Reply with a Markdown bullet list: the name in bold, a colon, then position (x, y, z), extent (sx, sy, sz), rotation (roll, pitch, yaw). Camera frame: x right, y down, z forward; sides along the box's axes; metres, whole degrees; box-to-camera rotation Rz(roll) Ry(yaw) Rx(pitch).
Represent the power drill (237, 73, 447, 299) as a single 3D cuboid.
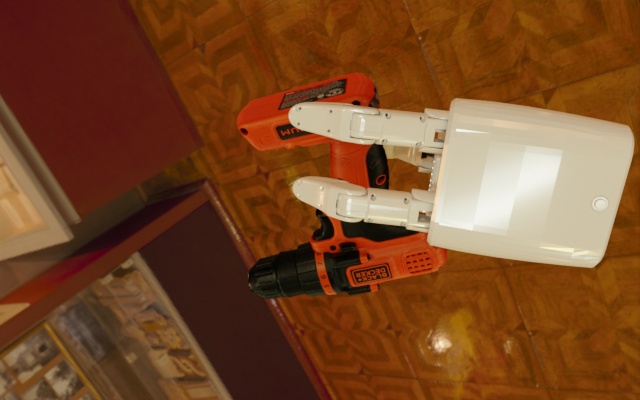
- **power drill**: position (0.000, 0.001, 0.400), extent (0.184, 0.188, 0.057), rotation (-14, 32, 11)
